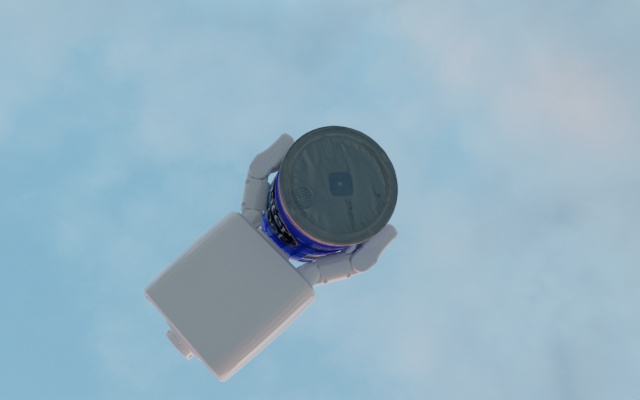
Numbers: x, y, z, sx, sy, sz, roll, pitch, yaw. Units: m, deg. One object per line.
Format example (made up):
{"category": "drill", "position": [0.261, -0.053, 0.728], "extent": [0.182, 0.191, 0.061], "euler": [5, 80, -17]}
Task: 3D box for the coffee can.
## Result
{"category": "coffee can", "position": [0.000, 0.001, 0.459], "extent": [0.103, 0.102, 0.140], "euler": [0, -13, -14]}
